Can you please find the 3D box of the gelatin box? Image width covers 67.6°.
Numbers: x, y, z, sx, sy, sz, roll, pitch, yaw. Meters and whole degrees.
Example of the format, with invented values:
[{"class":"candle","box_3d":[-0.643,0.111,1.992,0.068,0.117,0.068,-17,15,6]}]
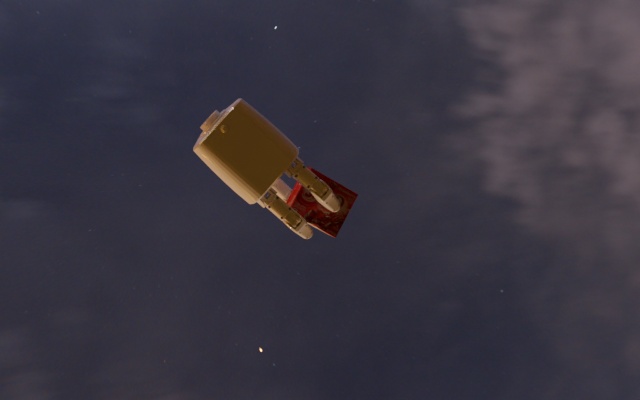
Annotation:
[{"class":"gelatin box","box_3d":[0.000,0.002,0.695,0.089,0.073,0.030,29,-4,-25]}]
